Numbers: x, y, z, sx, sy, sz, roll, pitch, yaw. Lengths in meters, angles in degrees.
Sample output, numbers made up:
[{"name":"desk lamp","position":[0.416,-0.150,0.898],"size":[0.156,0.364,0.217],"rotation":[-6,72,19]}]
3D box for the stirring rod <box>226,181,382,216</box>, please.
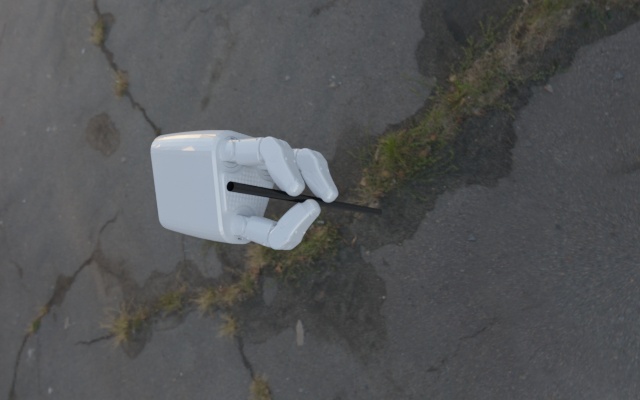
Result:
[{"name":"stirring rod","position":[0.000,0.002,0.459],"size":[0.011,0.011,0.239],"rotation":[0,-6,35]}]
